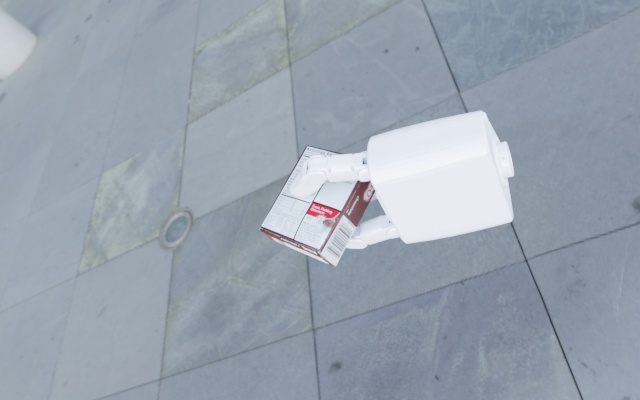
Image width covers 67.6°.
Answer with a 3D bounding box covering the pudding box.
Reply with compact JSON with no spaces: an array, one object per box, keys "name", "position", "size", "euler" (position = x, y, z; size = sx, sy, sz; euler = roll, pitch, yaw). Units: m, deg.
[{"name":"pudding box","position":[0.000,0.002,0.507],"size":[0.090,0.113,0.039],"euler":[18,-19,38]}]
